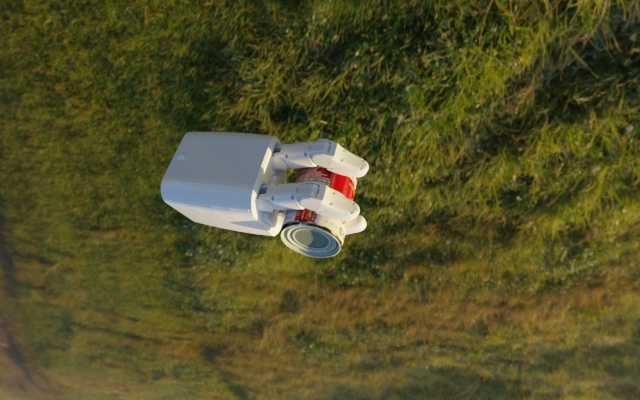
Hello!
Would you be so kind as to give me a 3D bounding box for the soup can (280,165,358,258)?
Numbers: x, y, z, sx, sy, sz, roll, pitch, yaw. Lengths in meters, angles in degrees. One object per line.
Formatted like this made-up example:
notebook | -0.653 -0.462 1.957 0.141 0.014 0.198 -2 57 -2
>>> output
soup can | 0.001 0.002 0.517 0.068 0.102 0.069 10 -34 7
